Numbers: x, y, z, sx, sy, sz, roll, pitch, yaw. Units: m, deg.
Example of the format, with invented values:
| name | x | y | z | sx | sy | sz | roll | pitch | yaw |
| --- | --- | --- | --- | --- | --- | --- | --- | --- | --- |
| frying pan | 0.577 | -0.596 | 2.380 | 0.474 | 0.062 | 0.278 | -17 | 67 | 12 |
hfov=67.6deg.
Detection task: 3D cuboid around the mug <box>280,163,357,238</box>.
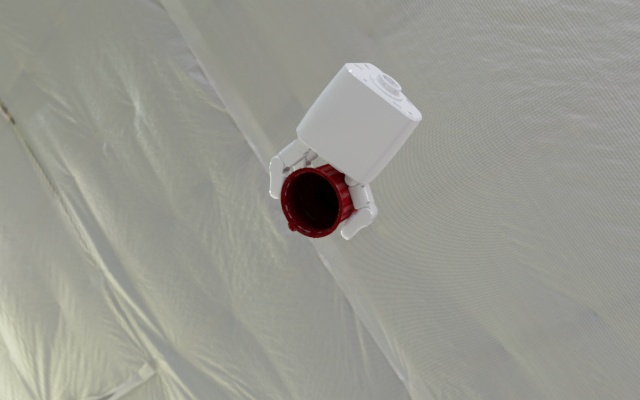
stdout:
| name | x | y | z | sx | sy | sz | roll | pitch | yaw |
| --- | --- | --- | --- | --- | --- | --- | --- | --- | --- |
| mug | -0.001 | 0.003 | 0.648 | 0.117 | 0.093 | 0.081 | -48 | -12 | 31 |
